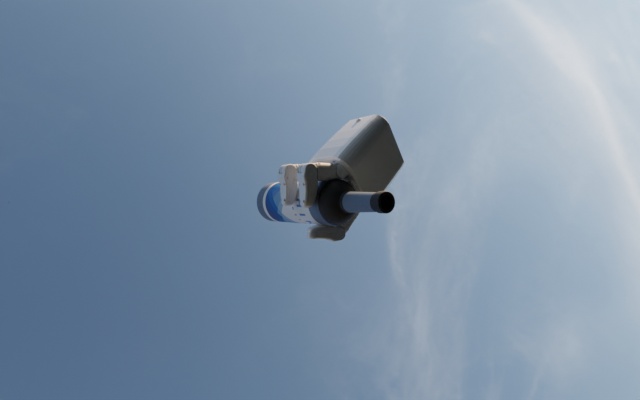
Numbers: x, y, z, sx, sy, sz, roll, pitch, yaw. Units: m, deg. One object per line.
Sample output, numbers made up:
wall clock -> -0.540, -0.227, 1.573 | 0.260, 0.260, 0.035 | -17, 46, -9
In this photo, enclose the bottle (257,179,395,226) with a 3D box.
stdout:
bottle -> 0.000, 0.002, 0.698 | 0.069, 0.069, 0.295 | 0, 0, -33
